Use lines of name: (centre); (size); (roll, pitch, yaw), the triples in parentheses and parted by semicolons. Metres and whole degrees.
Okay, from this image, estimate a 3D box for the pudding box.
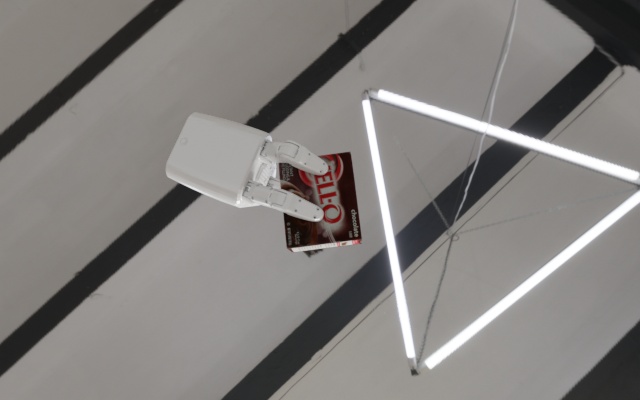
pudding box: (0.000, 0.002, 0.582); (0.090, 0.113, 0.039); (-8, -13, 4)
